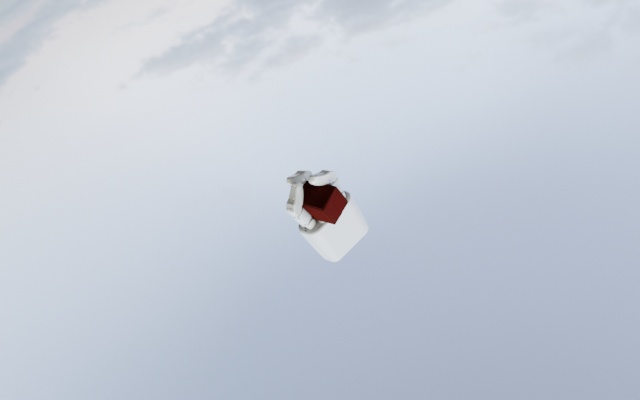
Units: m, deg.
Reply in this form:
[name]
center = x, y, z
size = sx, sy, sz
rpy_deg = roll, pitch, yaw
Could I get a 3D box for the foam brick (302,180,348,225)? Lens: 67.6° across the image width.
[foam brick]
center = 0.000, 0.003, 0.869
size = 0.078, 0.053, 0.051
rpy_deg = 14, -25, 42
